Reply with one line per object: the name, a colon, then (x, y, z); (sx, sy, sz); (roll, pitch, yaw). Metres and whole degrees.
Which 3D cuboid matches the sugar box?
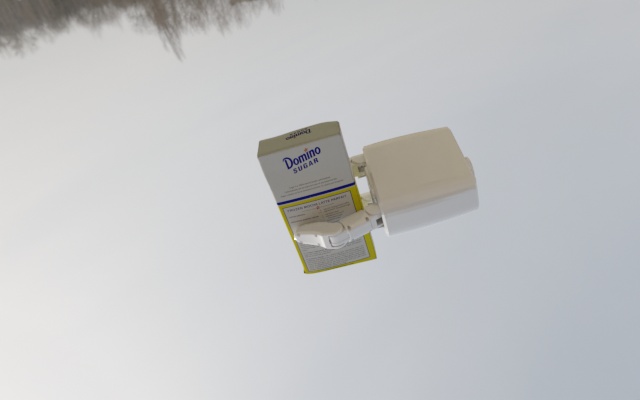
sugar box: (0.000, 0.002, 0.550); (0.093, 0.176, 0.048); (-14, 31, 6)
